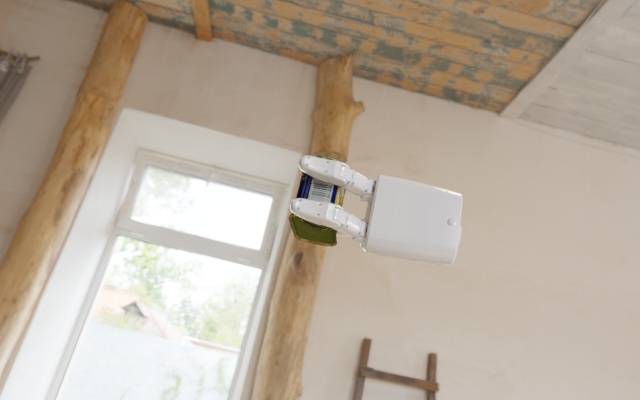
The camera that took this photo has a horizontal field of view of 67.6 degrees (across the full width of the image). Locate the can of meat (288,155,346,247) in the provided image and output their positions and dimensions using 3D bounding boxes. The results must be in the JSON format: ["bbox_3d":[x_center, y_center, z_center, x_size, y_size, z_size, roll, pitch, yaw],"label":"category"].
[{"bbox_3d":[0.000,0.002,0.608,0.057,0.084,0.102,10,-21,8],"label":"can of meat"}]
